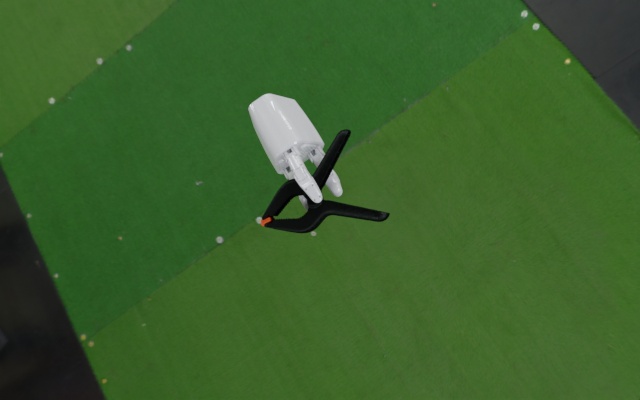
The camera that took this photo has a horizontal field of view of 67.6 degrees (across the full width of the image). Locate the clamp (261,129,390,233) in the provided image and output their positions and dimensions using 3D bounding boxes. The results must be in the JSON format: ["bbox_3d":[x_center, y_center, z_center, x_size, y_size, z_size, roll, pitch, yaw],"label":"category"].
[{"bbox_3d":[-0.001,0.003,0.794,0.210,0.164,0.036,-33,-12,10],"label":"clamp"}]
